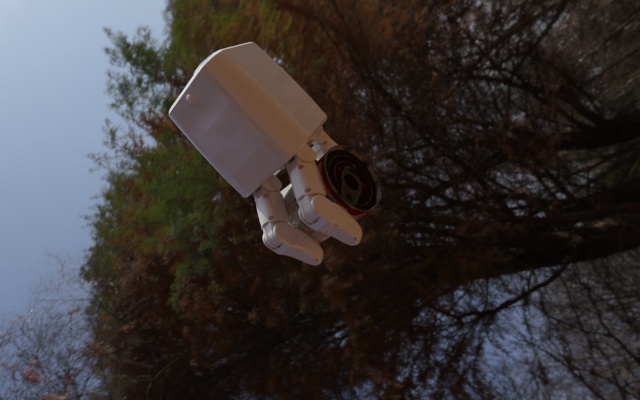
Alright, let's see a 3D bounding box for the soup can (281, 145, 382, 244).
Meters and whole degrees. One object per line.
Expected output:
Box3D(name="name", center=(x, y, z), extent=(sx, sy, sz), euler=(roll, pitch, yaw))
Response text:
Box3D(name="soup can", center=(0.000, 0.002, 0.463), extent=(0.068, 0.068, 0.102), euler=(0, -27, -43))
